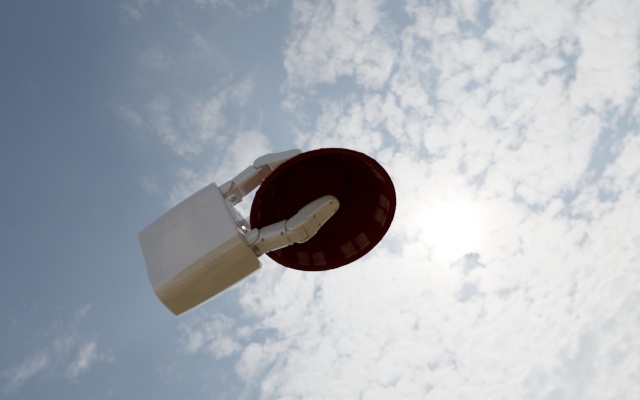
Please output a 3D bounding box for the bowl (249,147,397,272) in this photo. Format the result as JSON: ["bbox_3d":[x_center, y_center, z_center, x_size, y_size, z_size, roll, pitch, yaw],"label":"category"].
[{"bbox_3d":[0.001,0.001,0.534,0.162,0.162,0.055,0,33,-13],"label":"bowl"}]
